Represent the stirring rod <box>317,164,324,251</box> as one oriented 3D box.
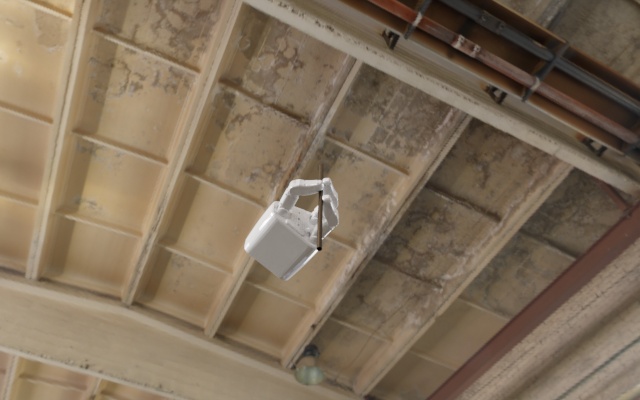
[{"bbox_3d":[0.000,0.003,0.796,0.011,0.011,0.239,0,35,1],"label":"stirring rod"}]
